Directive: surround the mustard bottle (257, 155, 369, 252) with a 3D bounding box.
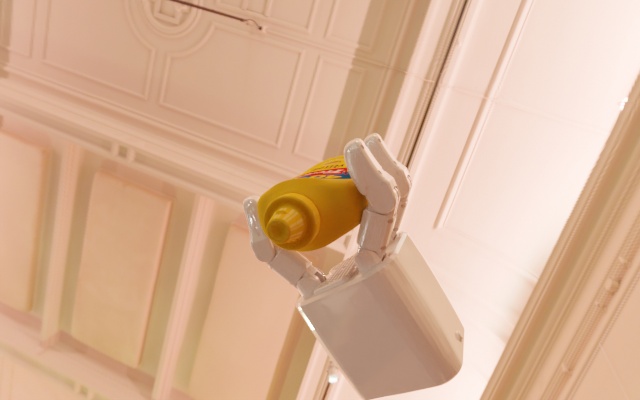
[{"bbox_3d":[0.000,0.001,0.412,0.096,0.058,0.191,-7,11,19],"label":"mustard bottle"}]
